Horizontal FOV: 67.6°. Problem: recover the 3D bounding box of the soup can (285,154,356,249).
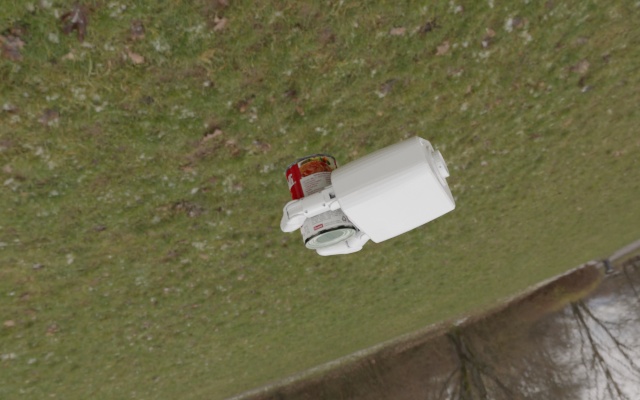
[{"bbox_3d":[0.000,0.002,0.601,0.068,0.102,0.068,-14,-21,-5],"label":"soup can"}]
